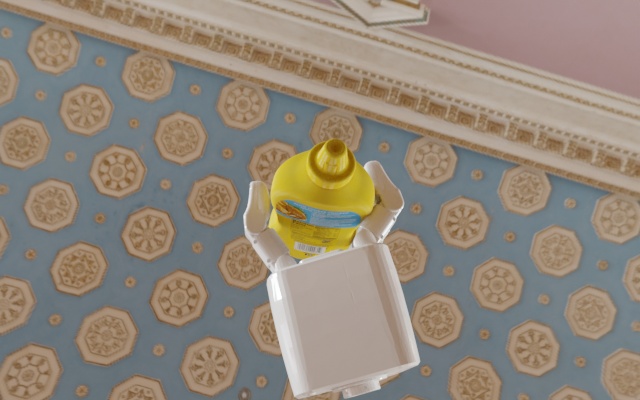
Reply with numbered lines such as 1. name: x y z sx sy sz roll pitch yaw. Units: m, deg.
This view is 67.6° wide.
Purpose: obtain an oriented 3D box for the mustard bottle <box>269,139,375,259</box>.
1. mustard bottle: 0.000 0.001 0.459 0.096 0.058 0.192 12 -27 -2
